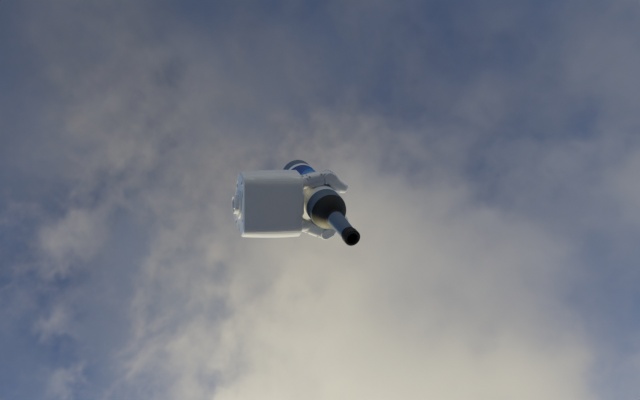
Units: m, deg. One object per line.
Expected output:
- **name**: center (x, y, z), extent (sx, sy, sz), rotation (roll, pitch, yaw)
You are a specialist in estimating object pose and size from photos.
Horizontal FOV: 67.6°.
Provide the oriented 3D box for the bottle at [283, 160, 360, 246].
- **bottle**: center (0.000, 0.003, 0.874), extent (0.069, 0.069, 0.295), rotation (0, 23, -22)
